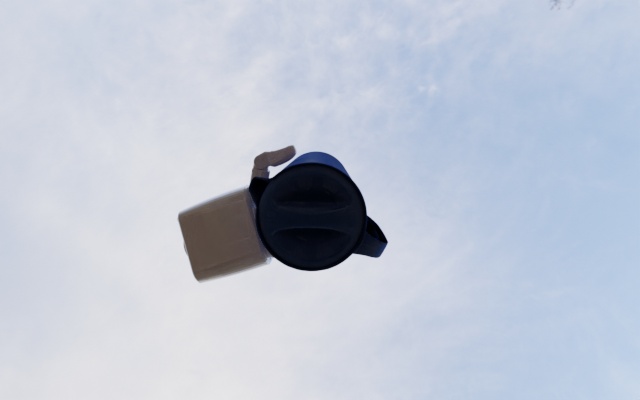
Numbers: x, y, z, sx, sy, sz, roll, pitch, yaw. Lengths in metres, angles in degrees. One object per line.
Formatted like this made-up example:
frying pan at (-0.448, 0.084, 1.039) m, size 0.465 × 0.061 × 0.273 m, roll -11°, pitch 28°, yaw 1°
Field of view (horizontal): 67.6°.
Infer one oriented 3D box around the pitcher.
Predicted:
pitcher at (0.000, 0.002, 0.674) m, size 0.145 × 0.149 × 0.242 m, roll -18°, pitch 11°, yaw 5°
